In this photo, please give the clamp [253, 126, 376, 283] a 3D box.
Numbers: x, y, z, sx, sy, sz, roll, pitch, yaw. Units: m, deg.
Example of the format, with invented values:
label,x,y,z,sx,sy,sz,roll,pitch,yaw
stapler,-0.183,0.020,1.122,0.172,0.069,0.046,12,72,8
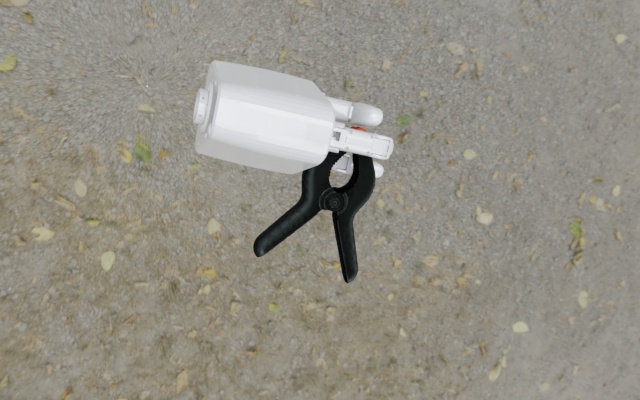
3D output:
label,x,y,z,sx,sy,sz,roll,pitch,yaw
clamp,0.000,0.002,0.505,0.120,0.171,0.039,9,10,-22
